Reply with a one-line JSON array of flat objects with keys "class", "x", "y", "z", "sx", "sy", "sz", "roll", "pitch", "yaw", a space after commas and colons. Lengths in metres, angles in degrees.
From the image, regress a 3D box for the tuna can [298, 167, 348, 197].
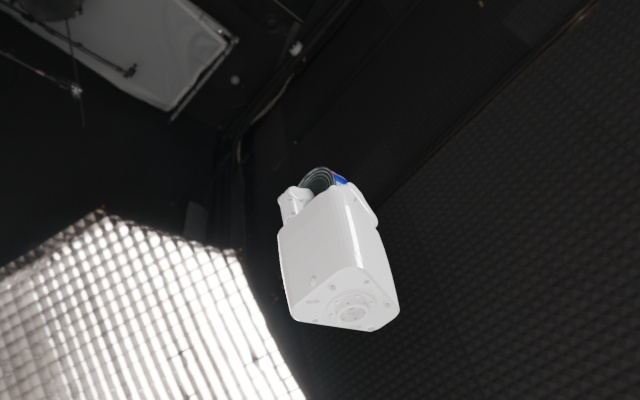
[{"class": "tuna can", "x": 0.001, "y": 0.002, "z": 0.619, "sx": 0.034, "sy": 0.086, "sz": 0.086, "roll": 26, "pitch": -15, "yaw": -34}]
